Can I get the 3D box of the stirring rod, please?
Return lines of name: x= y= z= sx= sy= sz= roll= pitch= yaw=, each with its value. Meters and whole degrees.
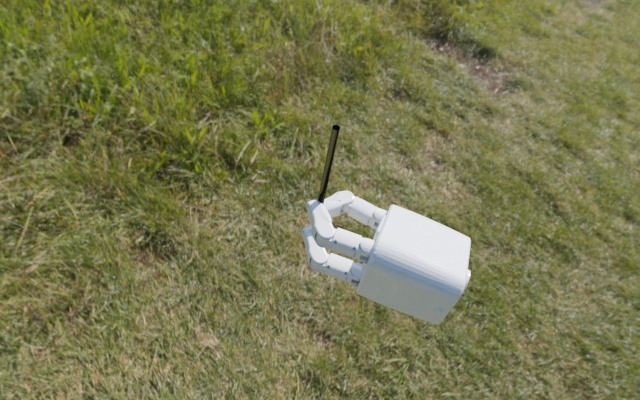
stirring rod: x=0.000 y=0.002 z=0.567 sx=0.011 sy=0.011 sz=0.240 roll=0 pitch=-38 yaw=-9
